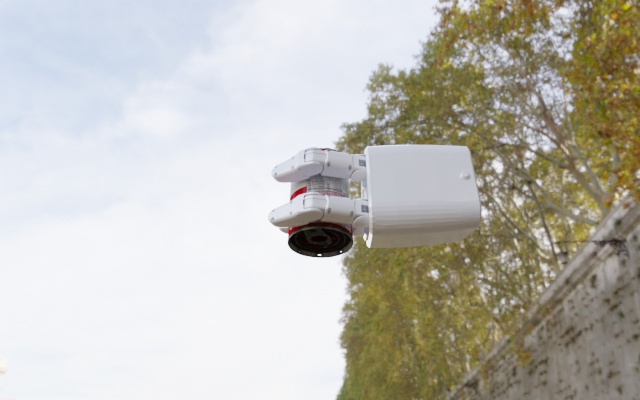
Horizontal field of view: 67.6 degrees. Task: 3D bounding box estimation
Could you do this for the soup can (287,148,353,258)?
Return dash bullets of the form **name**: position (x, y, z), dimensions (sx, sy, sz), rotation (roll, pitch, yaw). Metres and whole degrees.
- **soup can**: position (0.000, 0.002, 0.517), dimensions (0.068, 0.102, 0.068), rotation (0, -32, 0)
